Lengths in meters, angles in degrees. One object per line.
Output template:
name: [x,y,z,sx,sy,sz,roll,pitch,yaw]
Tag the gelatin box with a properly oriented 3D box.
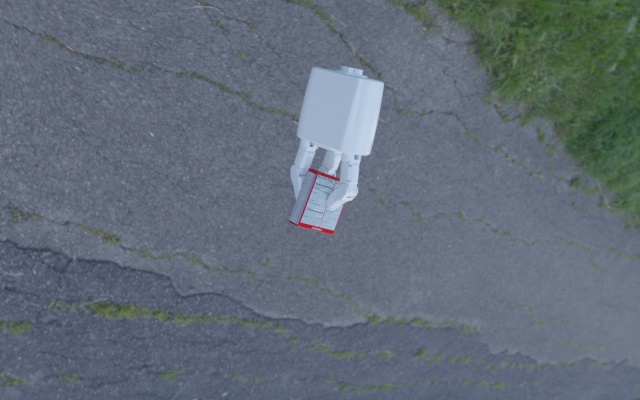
gelatin box: [0.000,0.003,0.736,0.073,0.089,0.030,16,6,-40]
